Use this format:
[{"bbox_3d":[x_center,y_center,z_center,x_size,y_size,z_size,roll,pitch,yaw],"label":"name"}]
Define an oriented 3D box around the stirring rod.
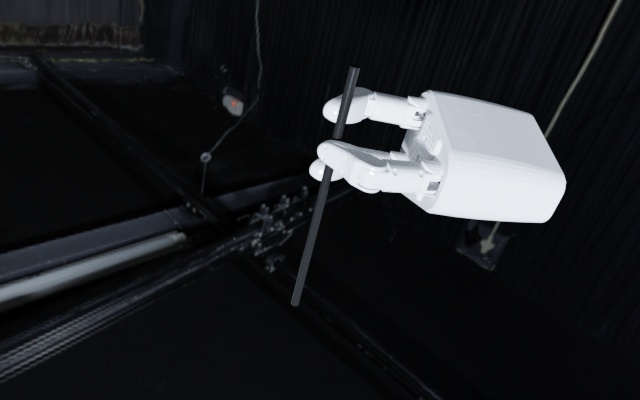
[{"bbox_3d":[0.000,0.001,0.415,0.011,0.240,0.011,11,30,-6],"label":"stirring rod"}]
